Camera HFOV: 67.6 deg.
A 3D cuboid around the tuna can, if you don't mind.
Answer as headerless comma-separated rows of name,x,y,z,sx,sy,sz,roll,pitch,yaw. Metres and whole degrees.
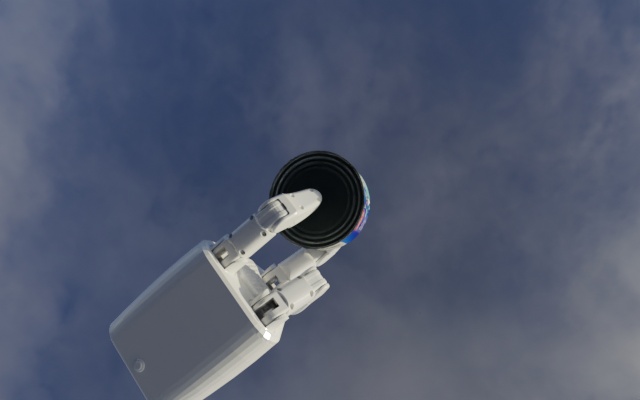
tuna can,0.000,0.001,0.423,0.086,0.086,0.034,0,-9,16
